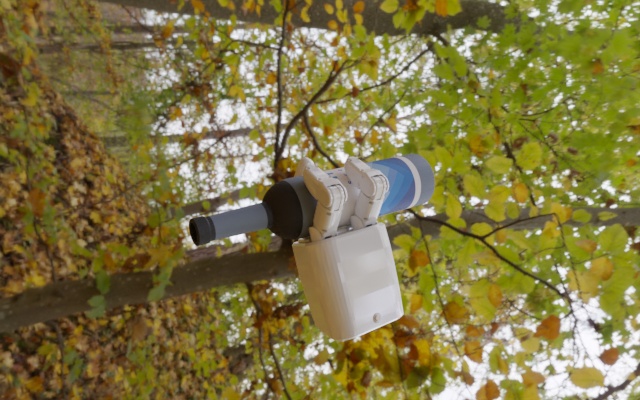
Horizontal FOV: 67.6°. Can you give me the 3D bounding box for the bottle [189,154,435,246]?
[{"bbox_3d":[0.000,0.002,0.535,0.295,0.069,0.069,-13,7,-31],"label":"bottle"}]
